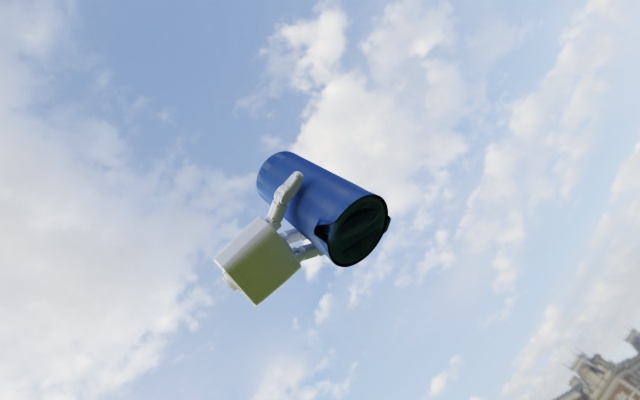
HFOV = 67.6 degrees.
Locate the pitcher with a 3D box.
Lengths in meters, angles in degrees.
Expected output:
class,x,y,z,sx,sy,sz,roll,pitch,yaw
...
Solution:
class,x,y,z,sx,sy,sz,roll,pitch,yaw
pitcher,0.000,0.003,0.853,0.242,0.145,0.149,35,-18,41
